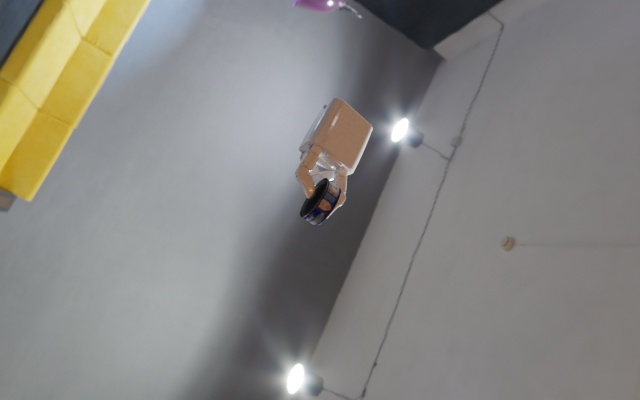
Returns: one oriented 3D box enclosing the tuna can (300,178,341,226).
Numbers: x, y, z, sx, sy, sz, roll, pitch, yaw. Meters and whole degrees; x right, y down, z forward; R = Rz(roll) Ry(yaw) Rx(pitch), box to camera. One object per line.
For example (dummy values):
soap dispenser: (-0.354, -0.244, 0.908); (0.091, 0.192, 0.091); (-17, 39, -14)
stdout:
tuna can: (0.001, 0.003, 0.875); (0.034, 0.086, 0.086); (34, -10, -15)
